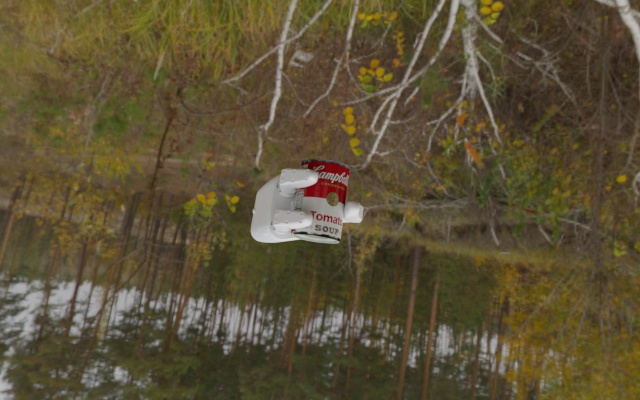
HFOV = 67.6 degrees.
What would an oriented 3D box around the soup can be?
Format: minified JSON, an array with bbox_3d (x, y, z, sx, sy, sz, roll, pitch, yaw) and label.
[{"bbox_3d":[0.000,0.002,0.643,0.068,0.102,0.068,8,-11,2],"label":"soup can"}]
